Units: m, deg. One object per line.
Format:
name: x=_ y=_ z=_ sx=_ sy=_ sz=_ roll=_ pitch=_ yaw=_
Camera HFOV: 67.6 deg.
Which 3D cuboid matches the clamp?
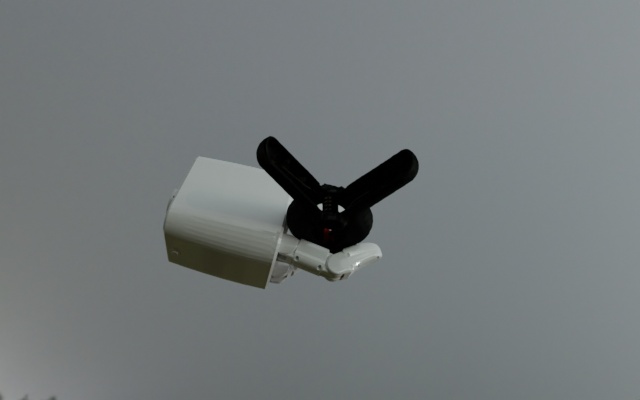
clamp: x=0.000 y=0.001 z=0.413 sx=0.120 sy=0.039 sz=0.172 roll=15 pitch=-33 yaw=-4
